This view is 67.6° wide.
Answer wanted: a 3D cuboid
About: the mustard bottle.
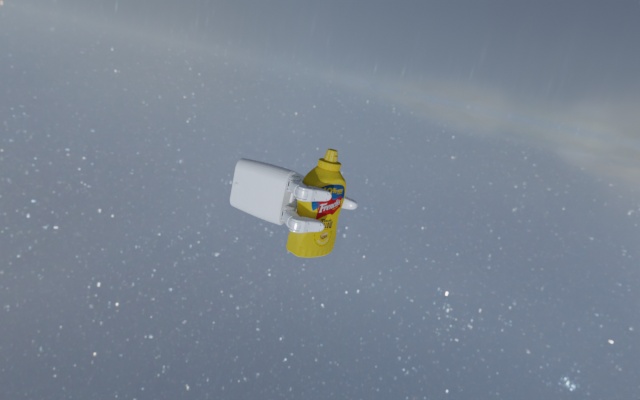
[{"bbox_3d":[0.000,0.003,0.845,0.096,0.192,0.058,-2,20,-43],"label":"mustard bottle"}]
